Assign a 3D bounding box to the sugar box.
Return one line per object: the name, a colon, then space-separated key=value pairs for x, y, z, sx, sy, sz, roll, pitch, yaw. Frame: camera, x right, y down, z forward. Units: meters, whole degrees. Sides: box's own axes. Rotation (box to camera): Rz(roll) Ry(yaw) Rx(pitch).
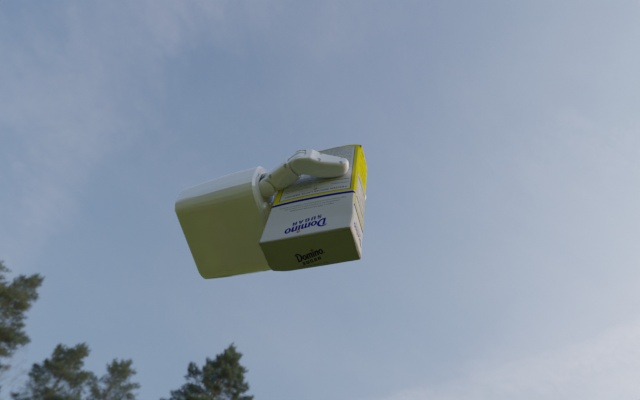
sugar box: x=0.000 y=0.002 z=0.517 sx=0.093 sy=0.048 sz=0.176 roll=-11 pitch=33 yaw=15
